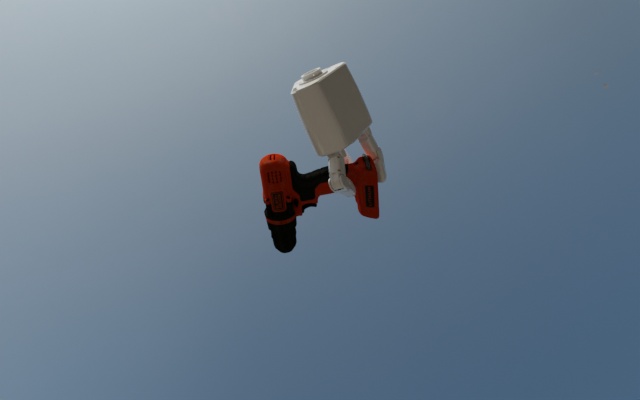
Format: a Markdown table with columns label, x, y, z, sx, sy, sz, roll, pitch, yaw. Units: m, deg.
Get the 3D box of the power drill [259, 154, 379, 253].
| label | x | y | z | sx | sy | sz | roll | pitch | yaw |
| --- | --- | --- | --- | --- | --- | --- | --- | --- | --- |
| power drill | 0.001 | 0.002 | 0.783 | 0.187 | 0.185 | 0.057 | -8 | 35 | -3 |
